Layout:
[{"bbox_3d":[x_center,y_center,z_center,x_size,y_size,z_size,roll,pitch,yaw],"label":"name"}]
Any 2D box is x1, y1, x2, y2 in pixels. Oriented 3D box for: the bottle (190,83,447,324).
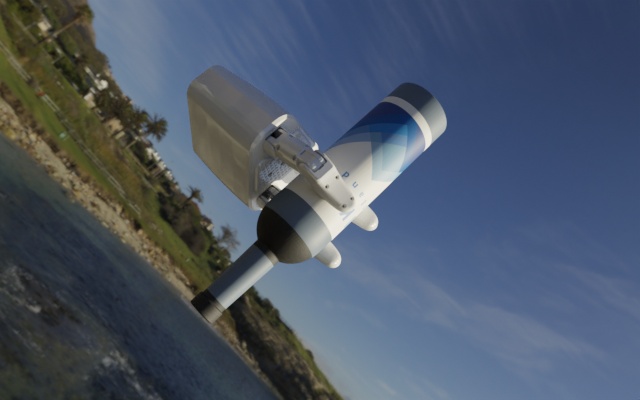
[{"bbox_3d":[0.000,0.001,0.453,0.295,0.069,0.069,-43,14,-16],"label":"bottle"}]
